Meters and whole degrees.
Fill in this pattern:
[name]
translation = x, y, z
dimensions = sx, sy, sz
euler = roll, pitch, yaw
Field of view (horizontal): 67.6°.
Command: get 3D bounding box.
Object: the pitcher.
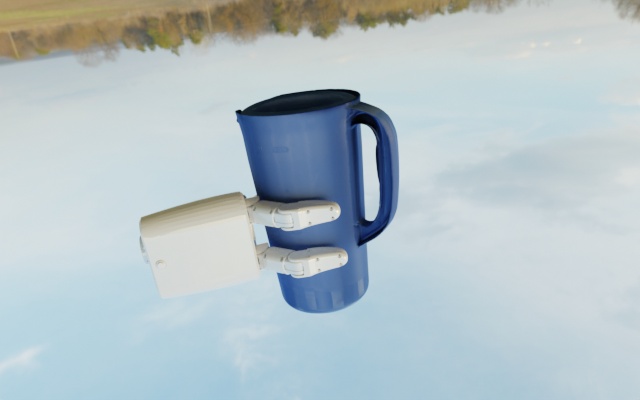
[pitcher]
translation = 0.000, 0.002, 0.537
dimensions = 0.145, 0.243, 0.149
euler = -13, 22, -12
